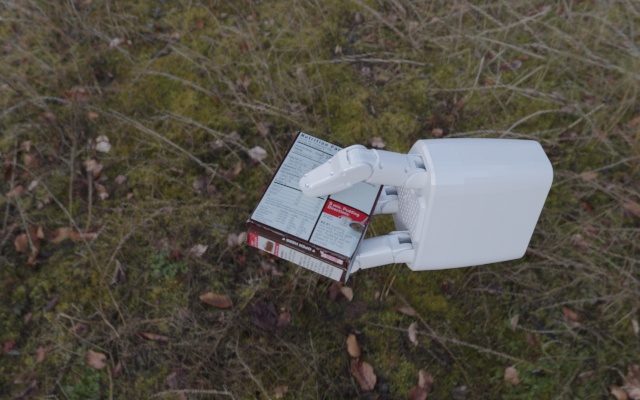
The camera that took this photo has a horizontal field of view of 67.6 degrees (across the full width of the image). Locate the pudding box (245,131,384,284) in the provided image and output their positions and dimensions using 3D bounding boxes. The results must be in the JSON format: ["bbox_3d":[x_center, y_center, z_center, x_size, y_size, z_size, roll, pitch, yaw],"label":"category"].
[{"bbox_3d":[0.000,0.001,0.404,0.090,0.113,0.039,21,-38,7],"label":"pudding box"}]
